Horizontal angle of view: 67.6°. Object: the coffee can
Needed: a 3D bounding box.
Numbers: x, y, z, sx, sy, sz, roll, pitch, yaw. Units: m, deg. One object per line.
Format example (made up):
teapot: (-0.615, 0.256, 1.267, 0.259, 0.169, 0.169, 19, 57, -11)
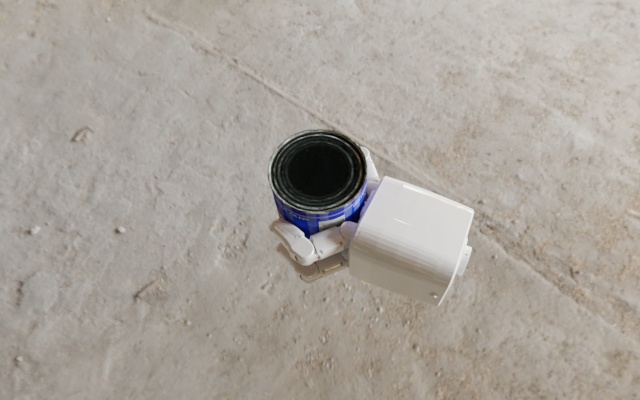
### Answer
coffee can: (0.000, 0.002, 0.543, 0.103, 0.102, 0.140, 0, -29, 3)
